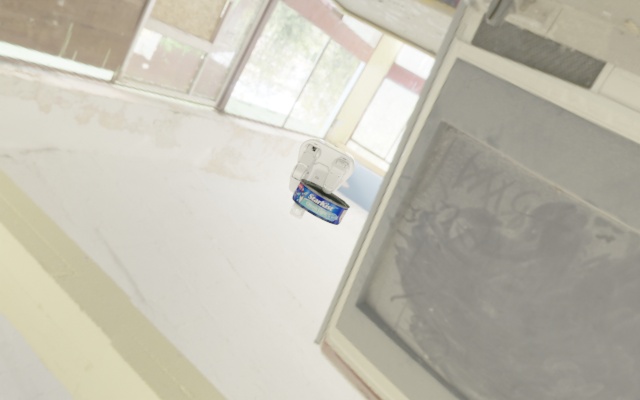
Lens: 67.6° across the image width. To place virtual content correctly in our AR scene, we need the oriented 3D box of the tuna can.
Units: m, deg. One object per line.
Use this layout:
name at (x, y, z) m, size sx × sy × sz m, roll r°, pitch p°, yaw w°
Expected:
tuna can at (0.000, 0.003, 0.728) m, size 0.086 × 0.034 × 0.086 m, roll 29°, pitch 8°, yaw -5°
